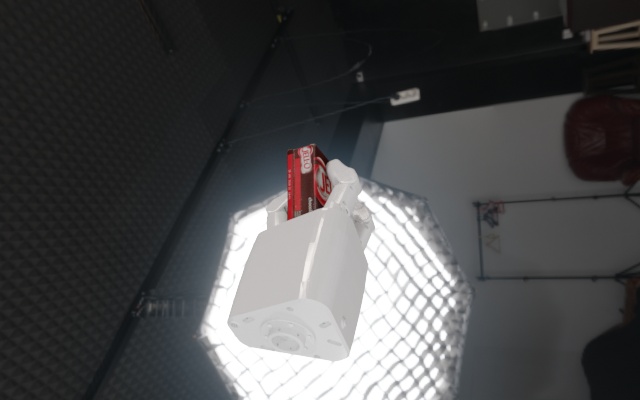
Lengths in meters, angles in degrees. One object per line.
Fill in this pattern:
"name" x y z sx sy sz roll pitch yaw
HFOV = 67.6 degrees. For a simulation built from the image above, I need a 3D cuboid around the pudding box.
"pudding box" 0.000 0.002 0.537 0.039 0.090 0.113 -8 -23 18
